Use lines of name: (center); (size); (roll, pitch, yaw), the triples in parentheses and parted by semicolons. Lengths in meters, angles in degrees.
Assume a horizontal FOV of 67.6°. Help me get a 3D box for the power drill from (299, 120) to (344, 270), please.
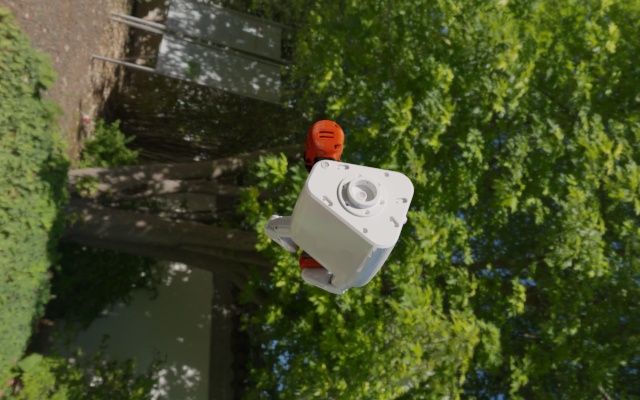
power drill: (0.000, 0.003, 0.659); (0.057, 0.187, 0.184); (0, -11, -1)
